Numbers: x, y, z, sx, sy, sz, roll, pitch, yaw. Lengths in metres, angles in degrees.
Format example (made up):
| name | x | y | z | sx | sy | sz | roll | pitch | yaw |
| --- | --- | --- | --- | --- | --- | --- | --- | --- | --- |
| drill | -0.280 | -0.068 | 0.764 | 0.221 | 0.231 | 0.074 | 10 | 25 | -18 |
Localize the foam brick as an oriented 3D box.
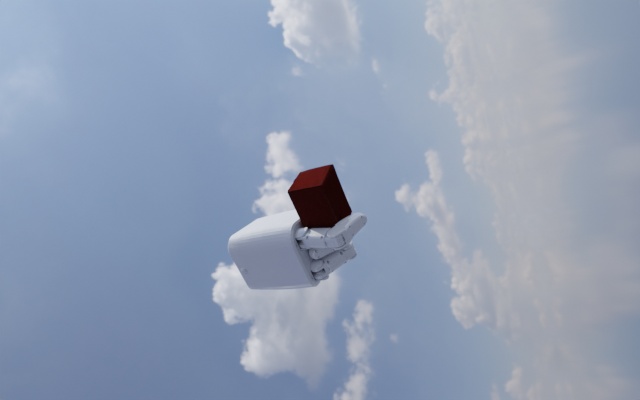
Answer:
| name | x | y | z | sx | sy | sz | roll | pitch | yaw |
| --- | --- | --- | --- | --- | --- | --- | --- | --- | --- |
| foam brick | 0.000 | 0.002 | 0.622 | 0.051 | 0.078 | 0.053 | -9 | 30 | 26 |
